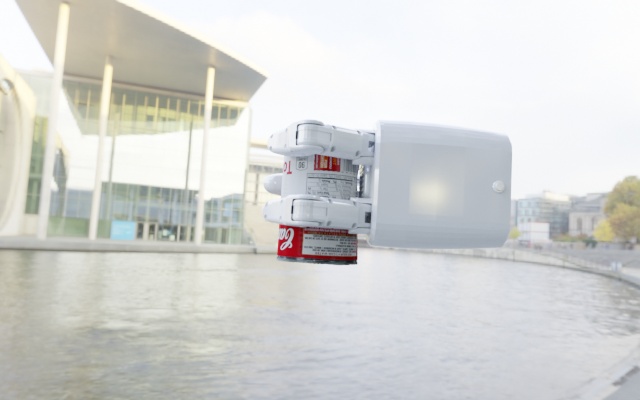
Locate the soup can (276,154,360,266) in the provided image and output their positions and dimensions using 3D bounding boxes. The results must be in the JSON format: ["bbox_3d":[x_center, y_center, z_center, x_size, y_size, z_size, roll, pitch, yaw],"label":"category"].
[{"bbox_3d":[0.000,0.001,0.403,0.068,0.102,0.068,3,-5,0],"label":"soup can"}]
